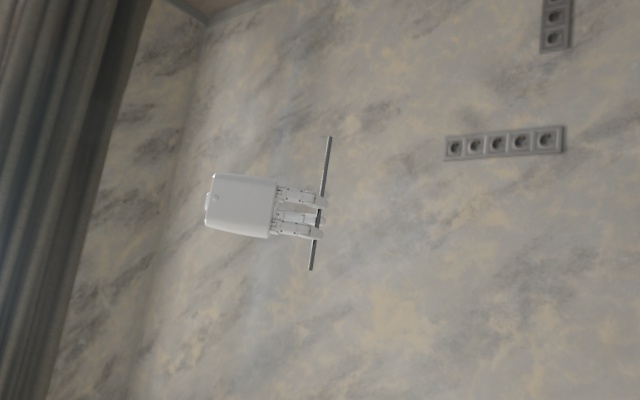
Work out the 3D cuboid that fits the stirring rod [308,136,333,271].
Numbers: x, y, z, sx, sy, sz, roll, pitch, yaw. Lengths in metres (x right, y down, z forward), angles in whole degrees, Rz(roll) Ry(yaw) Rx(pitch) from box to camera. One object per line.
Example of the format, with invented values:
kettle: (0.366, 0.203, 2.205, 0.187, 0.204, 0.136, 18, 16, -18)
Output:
stirring rod: (0.000, 0.003, 0.838, 0.011, 0.239, 0.011, 8, -10, 2)
